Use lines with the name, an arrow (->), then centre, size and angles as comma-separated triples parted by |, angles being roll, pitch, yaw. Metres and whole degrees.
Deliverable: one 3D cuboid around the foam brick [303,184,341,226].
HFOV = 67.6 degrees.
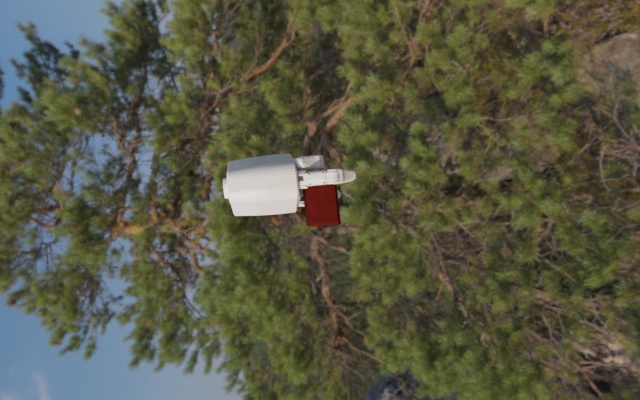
foam brick -> 0.000, 0.003, 0.778 | 0.051, 0.078, 0.053 | -6, 0, -8
